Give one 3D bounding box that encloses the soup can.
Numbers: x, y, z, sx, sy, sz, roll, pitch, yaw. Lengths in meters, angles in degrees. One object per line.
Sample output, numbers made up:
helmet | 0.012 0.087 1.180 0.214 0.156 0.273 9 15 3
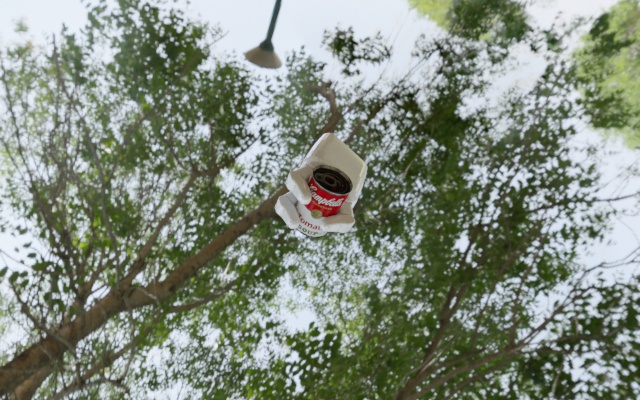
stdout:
soup can | 0.000 0.003 0.768 0.068 0.102 0.068 17 38 -14
